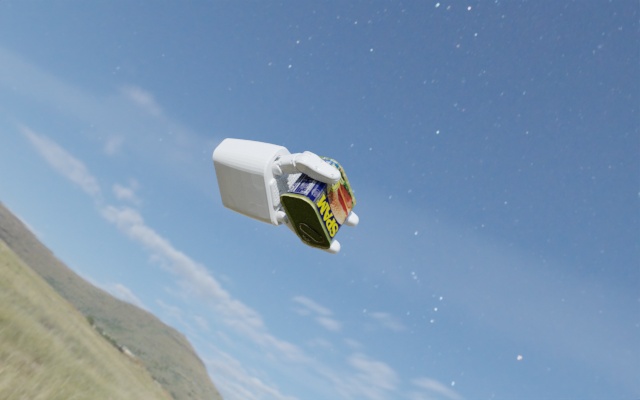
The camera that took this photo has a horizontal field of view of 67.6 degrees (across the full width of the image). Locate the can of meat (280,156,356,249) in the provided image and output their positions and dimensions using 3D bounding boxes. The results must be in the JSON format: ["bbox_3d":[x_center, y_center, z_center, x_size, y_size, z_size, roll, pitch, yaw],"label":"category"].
[{"bbox_3d":[0.000,0.002,0.662,0.057,0.102,0.084,11,50,34],"label":"can of meat"}]
